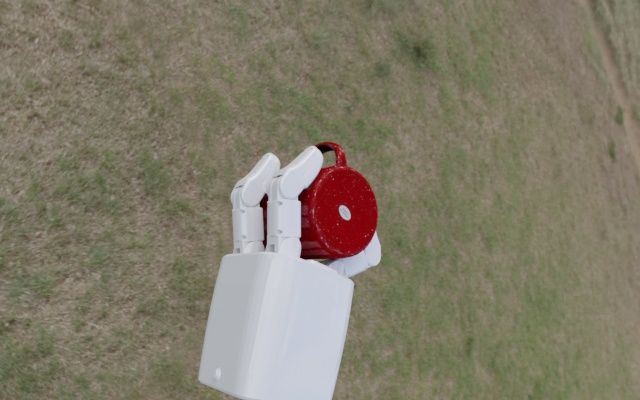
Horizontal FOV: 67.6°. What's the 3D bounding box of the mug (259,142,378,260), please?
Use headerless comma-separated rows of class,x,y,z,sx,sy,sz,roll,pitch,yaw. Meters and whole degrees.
mug,0.000,0.000,0.444,0.093,0.117,0.081,21,-19,-36
